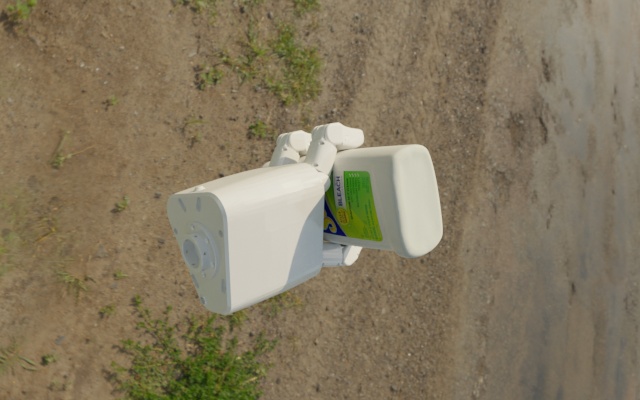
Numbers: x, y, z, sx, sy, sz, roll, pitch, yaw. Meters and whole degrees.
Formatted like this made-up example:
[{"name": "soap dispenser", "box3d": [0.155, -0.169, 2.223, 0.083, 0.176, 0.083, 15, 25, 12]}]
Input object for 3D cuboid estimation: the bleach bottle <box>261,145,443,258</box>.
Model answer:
[{"name": "bleach bottle", "box3d": [0.000, 0.002, 0.506, 0.251, 0.102, 0.068, -2, 12, 46]}]
